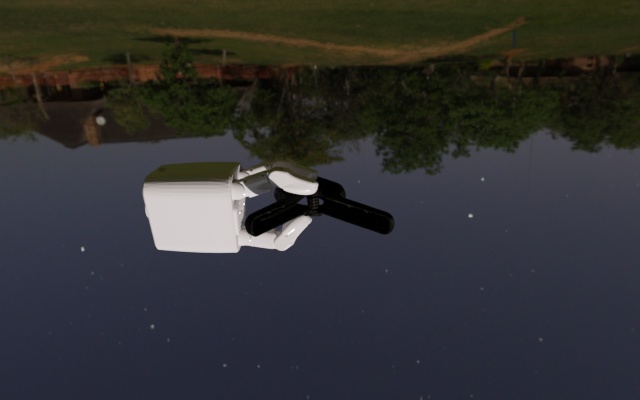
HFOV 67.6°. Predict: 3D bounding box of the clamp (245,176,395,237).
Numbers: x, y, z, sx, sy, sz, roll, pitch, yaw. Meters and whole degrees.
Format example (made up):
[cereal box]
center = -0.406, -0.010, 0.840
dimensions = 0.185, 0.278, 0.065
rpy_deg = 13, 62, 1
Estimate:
[clamp]
center = 0.000, 0.003, 0.606
dimensions = 0.164, 0.036, 0.210
rpy_deg = 3, 17, -1
